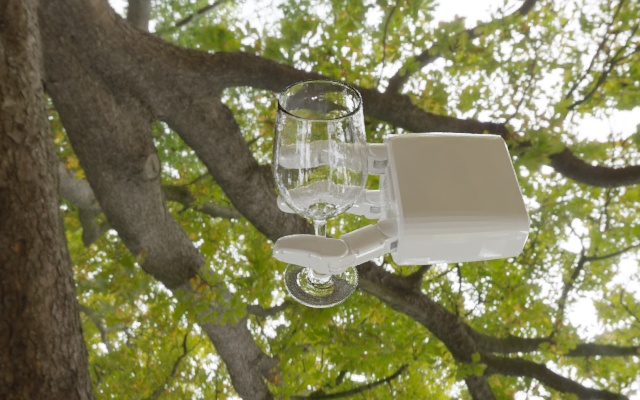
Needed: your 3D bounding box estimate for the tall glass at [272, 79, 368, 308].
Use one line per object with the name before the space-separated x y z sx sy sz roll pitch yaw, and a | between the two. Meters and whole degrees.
tall glass | 0.000 0.002 0.412 0.079 0.201 0.079 -1 41 0
